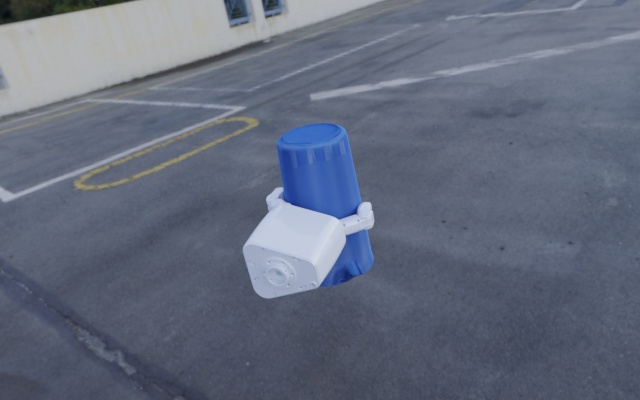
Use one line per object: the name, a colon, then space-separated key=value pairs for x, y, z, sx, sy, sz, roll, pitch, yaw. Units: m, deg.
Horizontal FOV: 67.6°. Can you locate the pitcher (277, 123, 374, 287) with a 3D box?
pitcher: x=0.000 y=0.003 z=0.775 sx=0.149 sy=0.243 sz=0.145 roll=1 pitch=28 yaw=22
